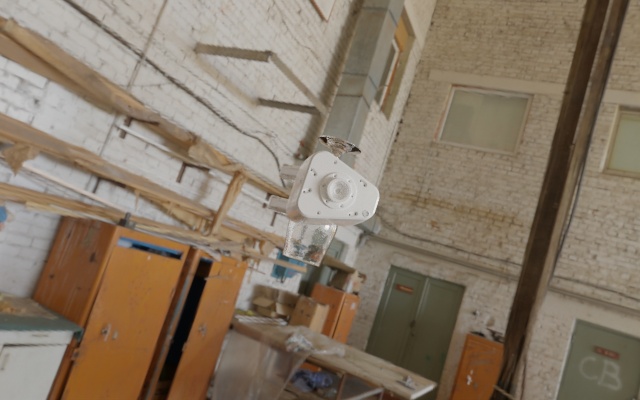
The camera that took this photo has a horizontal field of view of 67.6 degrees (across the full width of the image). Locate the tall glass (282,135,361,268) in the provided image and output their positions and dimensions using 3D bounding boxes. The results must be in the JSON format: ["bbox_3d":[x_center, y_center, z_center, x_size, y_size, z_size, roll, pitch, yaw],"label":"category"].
[{"bbox_3d":[0.000,0.002,0.765,0.079,0.201,0.079,18,-8,3],"label":"tall glass"}]
